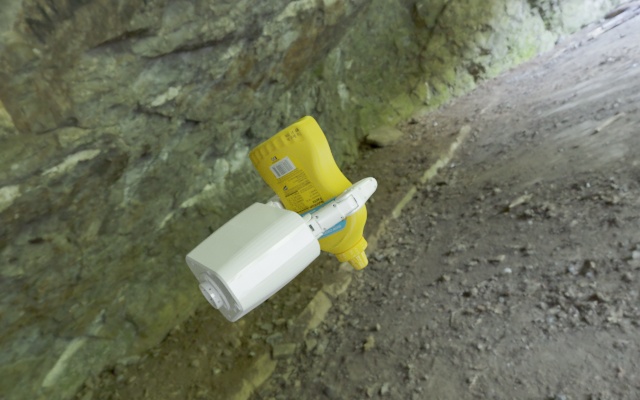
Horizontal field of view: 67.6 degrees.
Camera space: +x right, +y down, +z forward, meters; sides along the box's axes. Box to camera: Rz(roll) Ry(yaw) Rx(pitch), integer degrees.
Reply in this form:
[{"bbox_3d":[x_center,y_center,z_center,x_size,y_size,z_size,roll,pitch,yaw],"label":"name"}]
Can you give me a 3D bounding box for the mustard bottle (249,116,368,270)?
[{"bbox_3d":[0.000,0.001,0.572,0.096,0.191,0.058,-25,12,38],"label":"mustard bottle"}]
